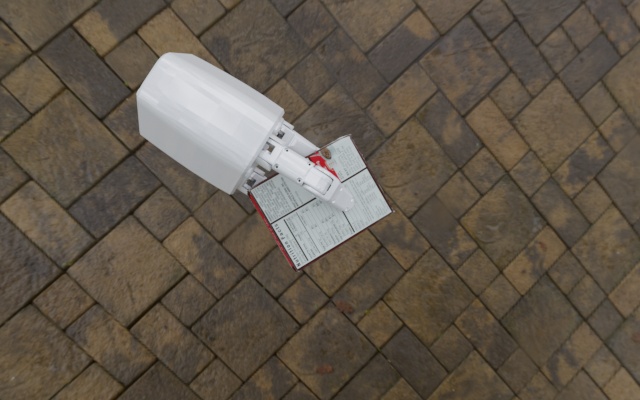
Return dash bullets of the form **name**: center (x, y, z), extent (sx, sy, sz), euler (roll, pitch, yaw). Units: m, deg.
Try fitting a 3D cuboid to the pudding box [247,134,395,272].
- **pudding box**: center (0.000, 0.001, 0.455), extent (0.113, 0.090, 0.039), euler (-30, 4, -7)
